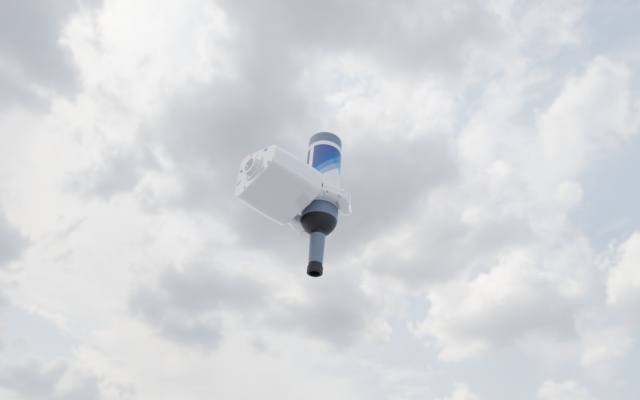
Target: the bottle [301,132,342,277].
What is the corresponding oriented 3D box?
[{"bbox_3d":[0.000,0.003,0.874,0.069,0.295,0.069,3,-36,2],"label":"bottle"}]
